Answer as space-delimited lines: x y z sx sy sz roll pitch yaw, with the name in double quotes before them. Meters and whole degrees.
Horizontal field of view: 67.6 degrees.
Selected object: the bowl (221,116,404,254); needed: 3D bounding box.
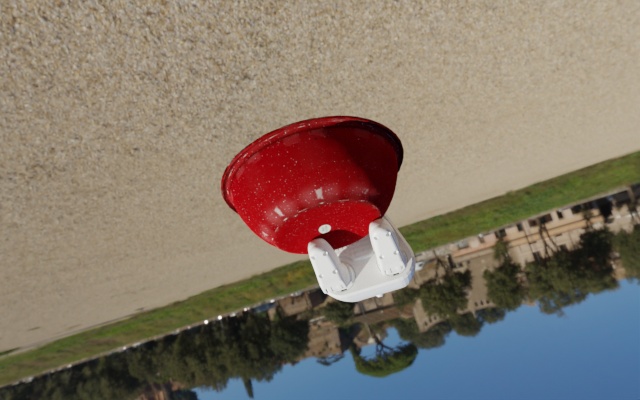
"bowl" 0.000 0.001 0.404 0.162 0.055 0.162 -11 -29 -6
